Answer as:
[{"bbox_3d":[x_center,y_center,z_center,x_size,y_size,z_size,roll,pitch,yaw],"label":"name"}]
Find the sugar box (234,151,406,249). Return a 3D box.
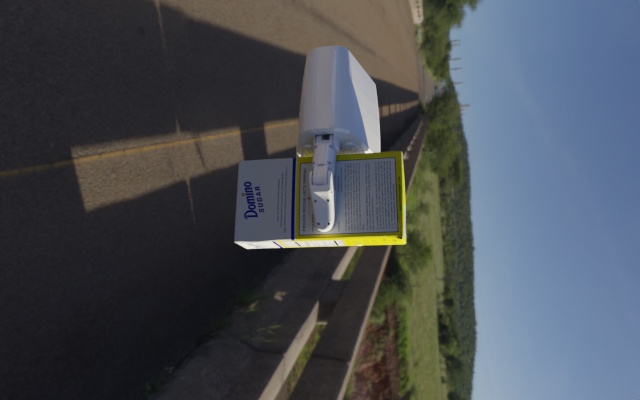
[{"bbox_3d":[0.000,0.002,0.507,0.176,0.093,0.048,-3,-16,13],"label":"sugar box"}]
